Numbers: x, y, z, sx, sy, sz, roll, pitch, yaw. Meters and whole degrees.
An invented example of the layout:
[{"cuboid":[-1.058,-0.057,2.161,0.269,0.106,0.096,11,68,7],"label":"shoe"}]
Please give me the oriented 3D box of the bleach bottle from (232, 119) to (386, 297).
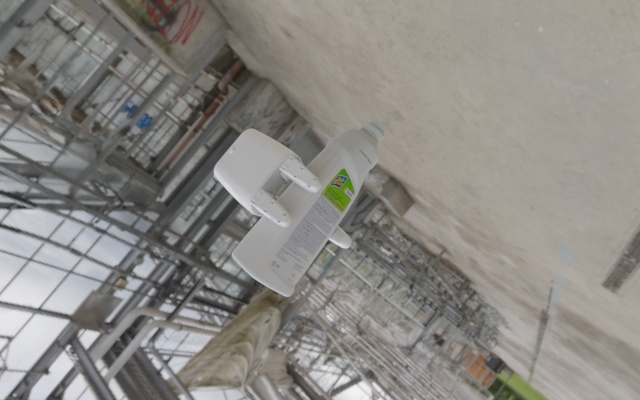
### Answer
[{"cuboid":[0.000,0.002,0.626,0.068,0.251,0.103,37,-4,38],"label":"bleach bottle"}]
